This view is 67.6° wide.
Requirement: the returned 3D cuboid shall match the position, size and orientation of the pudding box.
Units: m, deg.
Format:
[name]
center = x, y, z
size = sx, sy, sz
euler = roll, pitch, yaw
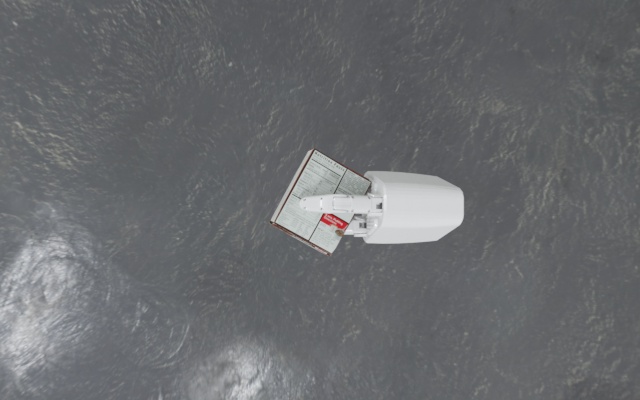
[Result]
[pudding box]
center = 0.000, 0.002, 0.615
size = 0.090, 0.113, 0.039
euler = 30, -8, -10
